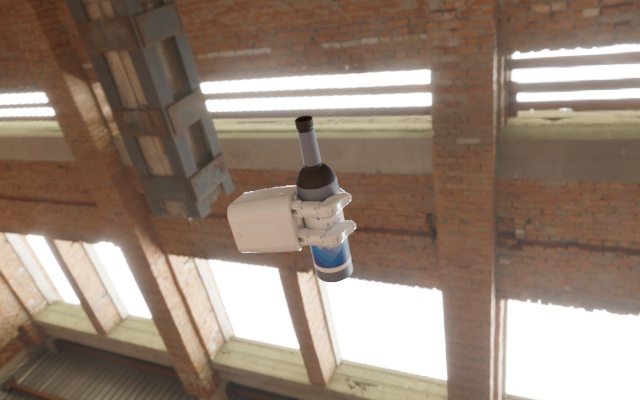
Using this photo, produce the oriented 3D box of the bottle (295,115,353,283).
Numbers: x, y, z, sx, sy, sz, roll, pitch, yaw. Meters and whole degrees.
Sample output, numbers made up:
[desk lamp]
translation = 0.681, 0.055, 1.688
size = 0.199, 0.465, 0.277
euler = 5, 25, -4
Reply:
[bottle]
translation = 0.000, 0.003, 0.787
size = 0.069, 0.296, 0.069
euler = -9, 30, 5
